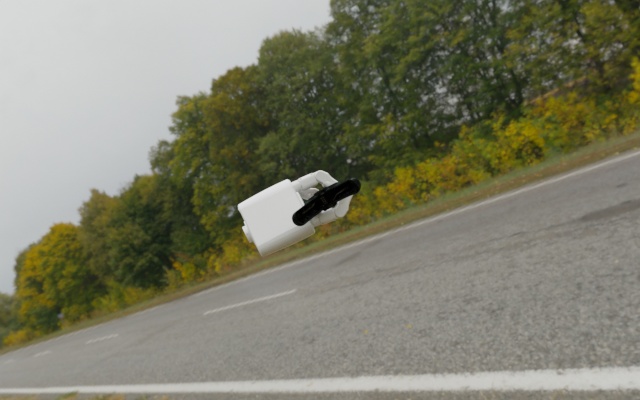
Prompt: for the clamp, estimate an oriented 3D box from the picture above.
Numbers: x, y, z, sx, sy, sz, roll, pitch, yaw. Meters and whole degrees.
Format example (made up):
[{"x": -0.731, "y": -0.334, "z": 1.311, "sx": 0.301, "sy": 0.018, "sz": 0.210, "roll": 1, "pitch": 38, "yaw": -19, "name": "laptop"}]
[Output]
[{"x": 0.000, "y": 0.002, "z": 0.808, "sx": 0.120, "sy": 0.039, "sz": 0.171, "roll": -26, "pitch": 1, "yaw": -7, "name": "clamp"}]
